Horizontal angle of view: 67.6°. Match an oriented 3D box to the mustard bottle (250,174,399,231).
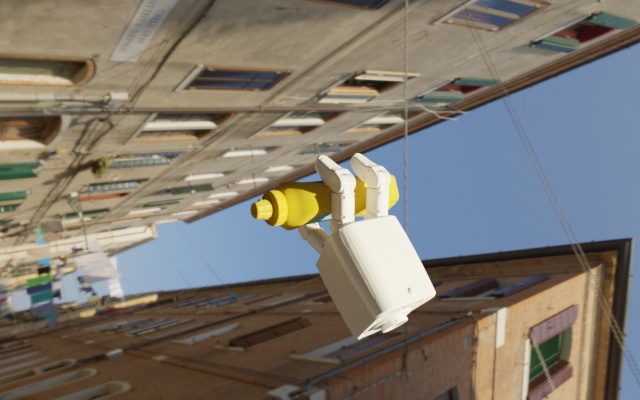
[{"bbox_3d":[0.000,0.002,0.595,0.191,0.058,0.096,-9,-4,-38],"label":"mustard bottle"}]
